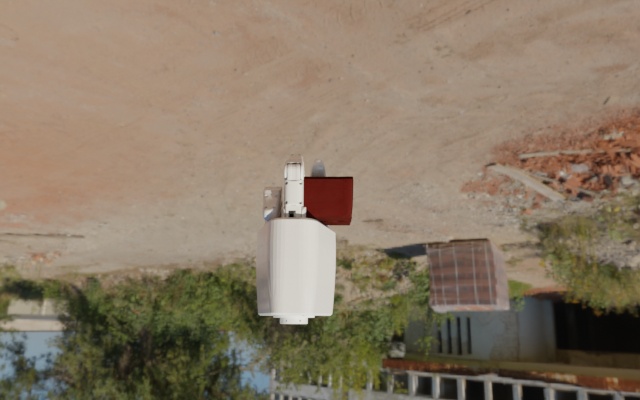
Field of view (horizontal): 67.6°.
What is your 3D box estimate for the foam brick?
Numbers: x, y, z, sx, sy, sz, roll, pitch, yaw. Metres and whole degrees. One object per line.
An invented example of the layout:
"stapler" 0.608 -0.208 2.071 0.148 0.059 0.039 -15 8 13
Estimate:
"foam brick" 0.000 0.002 0.583 0.078 0.051 0.053 0 -14 0
